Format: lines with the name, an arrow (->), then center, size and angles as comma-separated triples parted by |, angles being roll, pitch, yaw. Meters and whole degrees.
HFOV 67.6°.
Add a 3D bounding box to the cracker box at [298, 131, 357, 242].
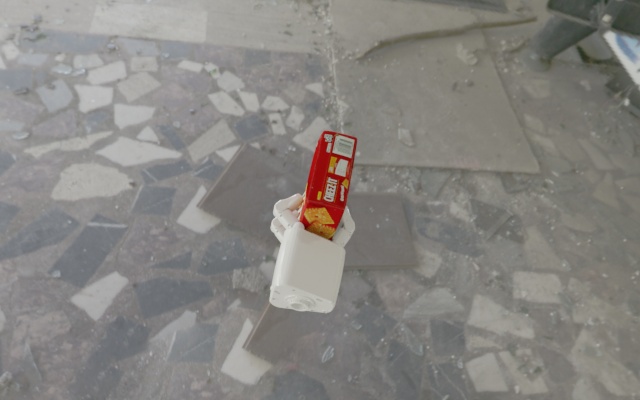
cracker box -> 0.000, 0.003, 0.879 | 0.072, 0.164, 0.214 | 15, -36, -4
